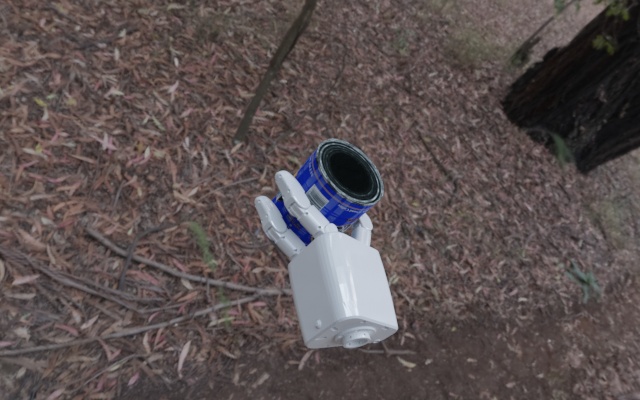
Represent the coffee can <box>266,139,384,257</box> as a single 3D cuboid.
[{"bbox_3d":[0.000,0.002,0.633,0.103,0.102,0.140,0,-34,-41],"label":"coffee can"}]
